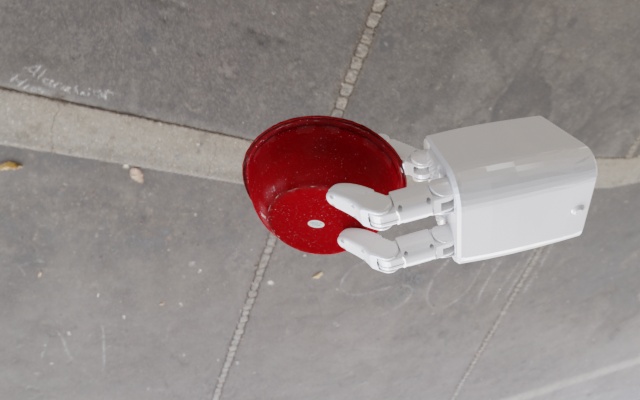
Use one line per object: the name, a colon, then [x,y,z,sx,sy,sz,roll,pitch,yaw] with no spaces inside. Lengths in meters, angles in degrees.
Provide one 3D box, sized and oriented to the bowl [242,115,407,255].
bowl: [-0.001,0.002,0.450,0.162,0.055,0.162,5,-44,5]
